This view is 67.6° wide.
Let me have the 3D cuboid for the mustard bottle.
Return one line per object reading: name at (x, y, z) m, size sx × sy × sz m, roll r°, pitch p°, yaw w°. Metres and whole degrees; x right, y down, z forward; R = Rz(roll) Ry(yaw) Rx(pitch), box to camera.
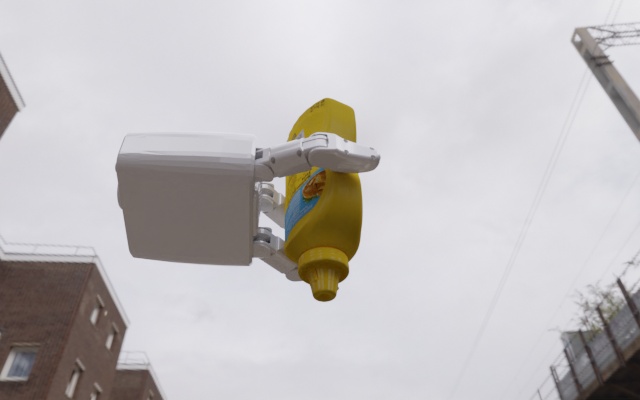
mustard bottle at (0.000, 0.001, 0.427) m, size 0.058 × 0.191 × 0.096 m, roll 20°, pitch -45°, yaw -23°
